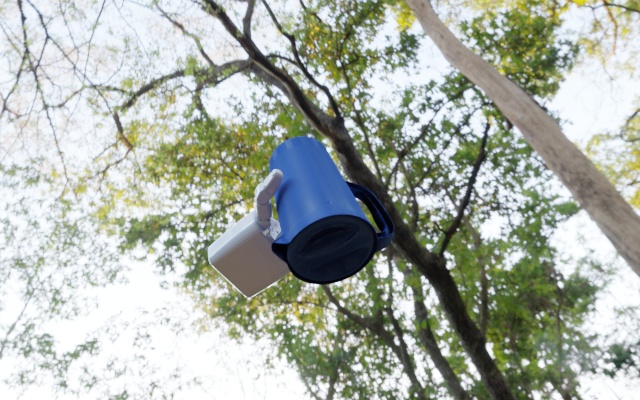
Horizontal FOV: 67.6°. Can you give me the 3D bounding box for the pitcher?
[{"bbox_3d":[0.000,0.003,0.754,0.145,0.242,0.149,-39,-51,15],"label":"pitcher"}]
